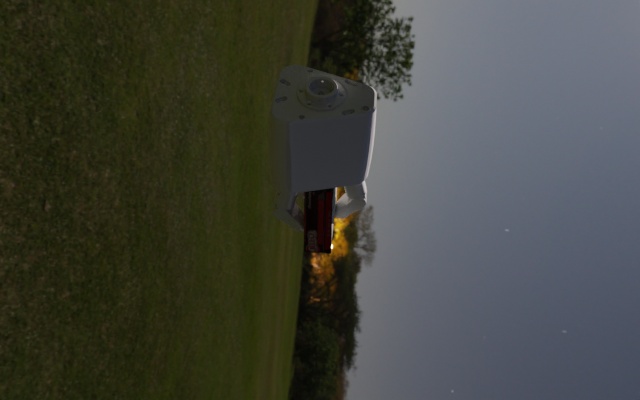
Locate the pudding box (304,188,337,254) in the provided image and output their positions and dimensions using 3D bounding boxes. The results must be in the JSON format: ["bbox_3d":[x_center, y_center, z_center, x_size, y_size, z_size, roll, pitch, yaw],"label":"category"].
[{"bbox_3d":[0.000,0.002,0.609,0.039,0.090,0.113,4,25,4],"label":"pudding box"}]
